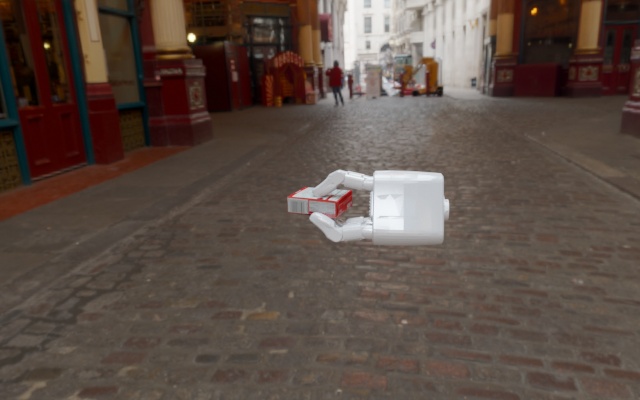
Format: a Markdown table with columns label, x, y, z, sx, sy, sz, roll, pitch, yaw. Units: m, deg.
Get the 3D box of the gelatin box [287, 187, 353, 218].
| label | x | y | z | sx | sy | sz | roll | pitch | yaw |
| --- | --- | --- | --- | --- | --- | --- | --- | --- | --- |
| gelatin box | 0.000 | 0.002 | 0.784 | 0.089 | 0.030 | 0.073 | 6 | 17 | 21 |
